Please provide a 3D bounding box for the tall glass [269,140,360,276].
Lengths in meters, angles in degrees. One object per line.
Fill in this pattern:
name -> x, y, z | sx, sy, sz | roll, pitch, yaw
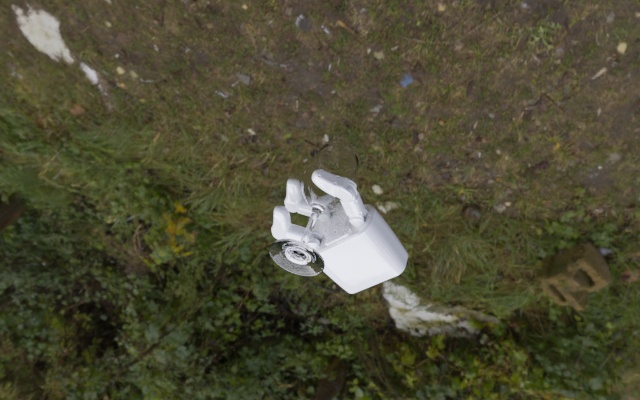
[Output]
tall glass -> 0.000, 0.003, 0.664 | 0.079, 0.201, 0.079 | 13, -40, 11
